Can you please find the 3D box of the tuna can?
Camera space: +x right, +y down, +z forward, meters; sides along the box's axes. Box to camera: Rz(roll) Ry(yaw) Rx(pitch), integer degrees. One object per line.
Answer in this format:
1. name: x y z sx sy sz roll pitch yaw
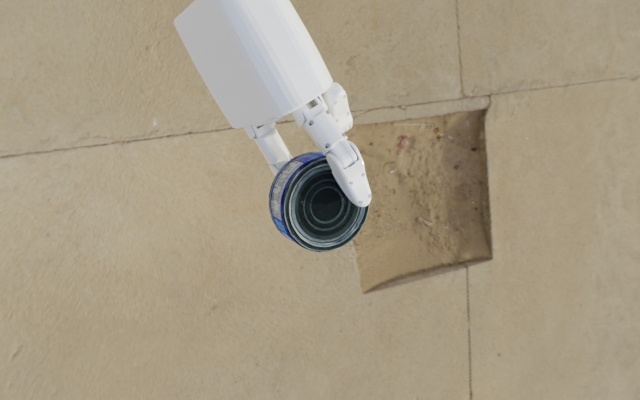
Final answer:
1. tuna can: 0.000 0.002 0.421 0.086 0.086 0.033 0 11 -26
